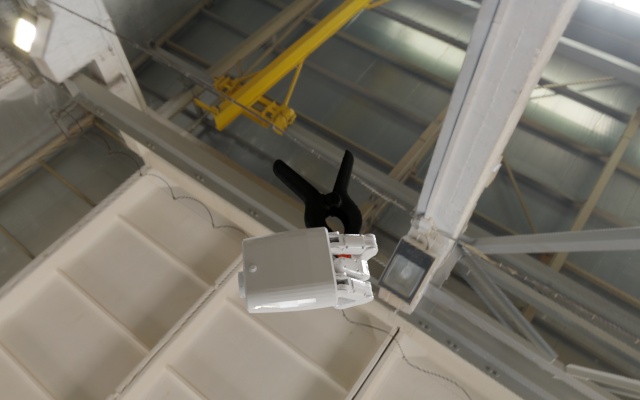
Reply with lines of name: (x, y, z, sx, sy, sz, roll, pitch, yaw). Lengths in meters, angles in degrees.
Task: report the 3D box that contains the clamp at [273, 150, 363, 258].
clamp: (0.000, 0.003, 0.656, 0.120, 0.171, 0.039, -5, -32, -8)
